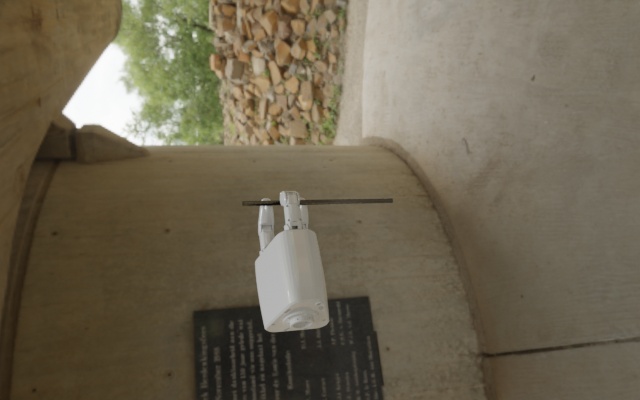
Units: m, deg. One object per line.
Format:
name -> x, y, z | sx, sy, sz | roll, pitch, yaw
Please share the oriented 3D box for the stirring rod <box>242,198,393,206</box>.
stirring rod -> 0.000, 0.002, 0.743 | 0.239, 0.011, 0.011 | -1, 0, -15
